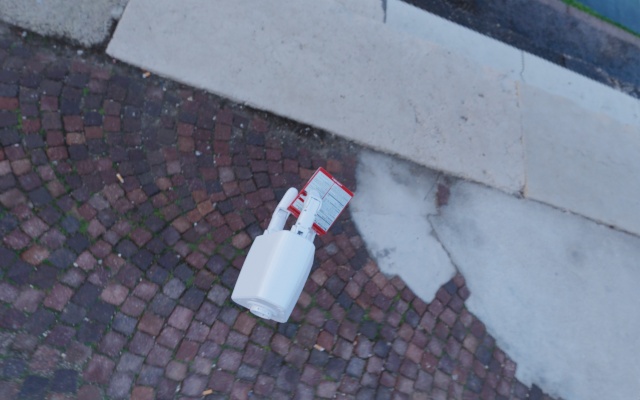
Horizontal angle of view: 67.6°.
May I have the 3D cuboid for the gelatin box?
[{"bbox_3d":[0.000,0.002,0.775,0.073,0.089,0.030,39,-22,-4],"label":"gelatin box"}]
